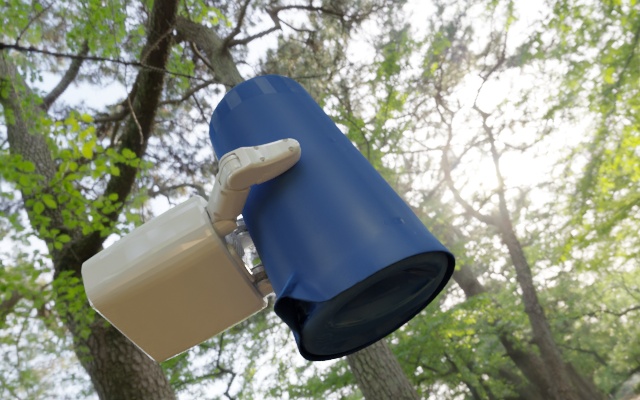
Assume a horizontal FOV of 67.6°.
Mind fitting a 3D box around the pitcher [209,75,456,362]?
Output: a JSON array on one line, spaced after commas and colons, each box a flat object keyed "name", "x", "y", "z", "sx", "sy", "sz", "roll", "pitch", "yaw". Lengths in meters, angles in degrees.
[{"name": "pitcher", "x": 0.000, "y": 0.001, "z": 0.419, "sx": 0.145, "sy": 0.242, "sz": 0.149, "roll": -30, "pitch": -33, "yaw": -4}]
